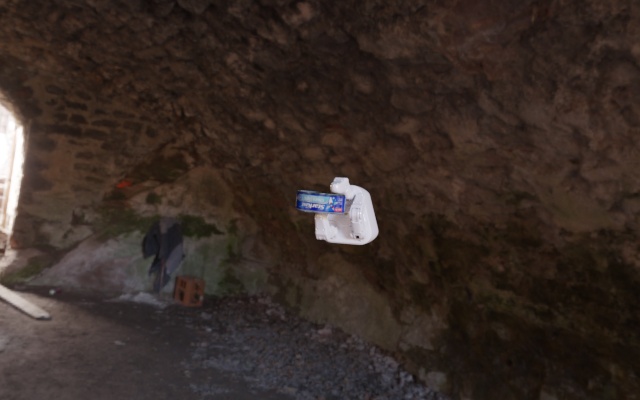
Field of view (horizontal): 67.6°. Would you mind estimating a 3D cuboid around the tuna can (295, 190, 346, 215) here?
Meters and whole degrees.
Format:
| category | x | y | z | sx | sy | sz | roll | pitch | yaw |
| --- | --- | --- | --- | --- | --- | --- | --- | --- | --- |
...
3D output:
| category | x | y | z | sx | sy | sz | roll | pitch | yaw |
| --- | --- | --- | --- | --- | --- | --- | --- | --- | --- |
| tuna can | 0.000 | 0.002 | 0.821 | 0.086 | 0.034 | 0.086 | 5 | 3 | 0 |
